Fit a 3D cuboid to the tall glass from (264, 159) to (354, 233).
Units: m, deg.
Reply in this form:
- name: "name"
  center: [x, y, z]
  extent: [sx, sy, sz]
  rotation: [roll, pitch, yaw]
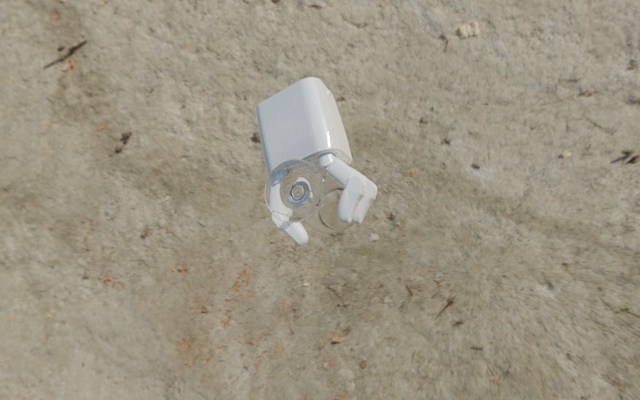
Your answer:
- name: "tall glass"
  center: [0.000, 0.002, 0.639]
  extent: [0.079, 0.079, 0.201]
  rotation: [0, -8, 18]
